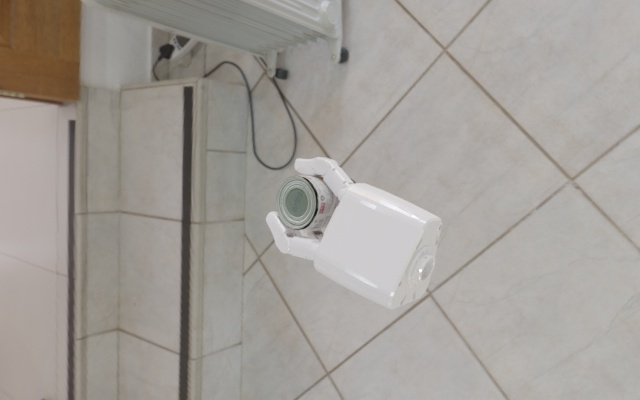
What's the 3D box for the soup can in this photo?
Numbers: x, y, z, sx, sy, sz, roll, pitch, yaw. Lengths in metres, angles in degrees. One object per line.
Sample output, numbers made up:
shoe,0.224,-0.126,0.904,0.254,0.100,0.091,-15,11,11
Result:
soup can,0.000,0.002,0.616,0.068,0.068,0.102,0,1,38
